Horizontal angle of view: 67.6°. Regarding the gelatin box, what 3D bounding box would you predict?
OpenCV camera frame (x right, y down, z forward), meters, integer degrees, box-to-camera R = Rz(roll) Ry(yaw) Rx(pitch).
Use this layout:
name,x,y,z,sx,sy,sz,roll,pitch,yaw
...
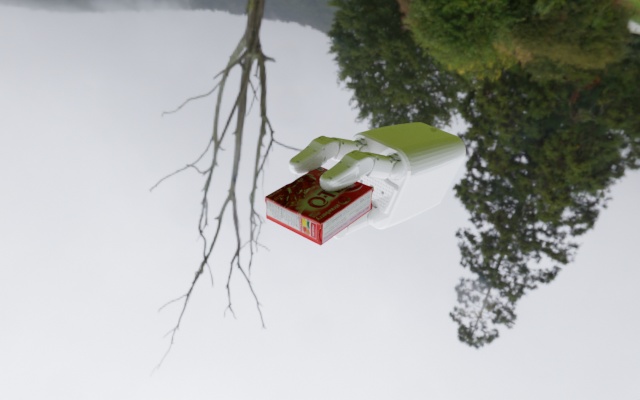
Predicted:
name,x,y,z,sx,sy,sz,roll,pitch,yaw
gelatin box,0.000,0.002,0.485,0.073,0.030,0.089,24,39,32
